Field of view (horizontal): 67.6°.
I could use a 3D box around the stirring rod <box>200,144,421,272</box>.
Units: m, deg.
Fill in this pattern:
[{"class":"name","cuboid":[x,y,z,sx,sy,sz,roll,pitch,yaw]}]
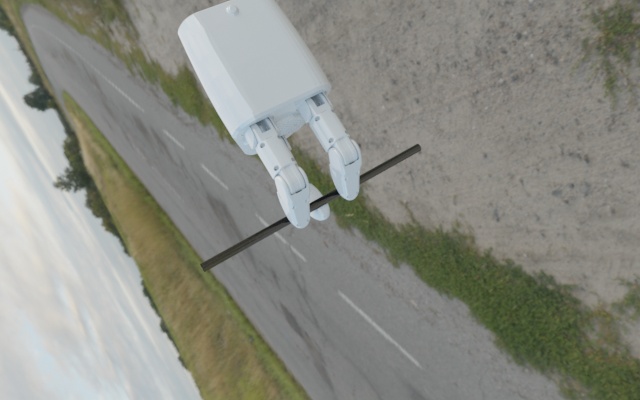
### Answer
[{"class":"stirring rod","cuboid":[0.000,0.001,0.440,0.239,0.011,0.011,-29,11,-20]}]
